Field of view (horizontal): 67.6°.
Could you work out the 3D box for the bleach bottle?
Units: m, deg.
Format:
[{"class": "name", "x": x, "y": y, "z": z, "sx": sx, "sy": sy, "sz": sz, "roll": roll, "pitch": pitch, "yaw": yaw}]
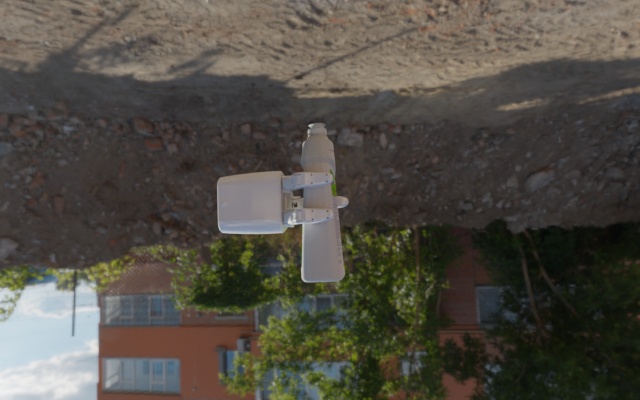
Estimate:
[{"class": "bleach bottle", "x": 0.000, "y": 0.003, "z": 0.777, "sx": 0.068, "sy": 0.251, "sz": 0.102, "roll": -3, "pitch": -5, "yaw": 6}]
